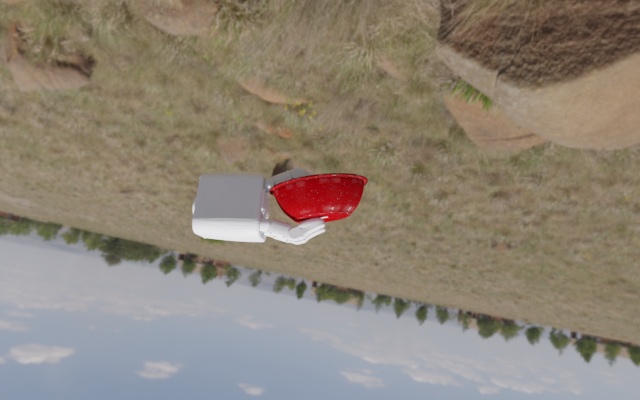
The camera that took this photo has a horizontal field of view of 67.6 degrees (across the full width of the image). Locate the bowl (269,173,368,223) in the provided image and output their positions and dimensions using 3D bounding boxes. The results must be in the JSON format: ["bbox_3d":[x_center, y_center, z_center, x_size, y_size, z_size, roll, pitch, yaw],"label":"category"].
[{"bbox_3d":[0.001,0.003,0.771,0.162,0.055,0.162,-7,-11,-1],"label":"bowl"}]
